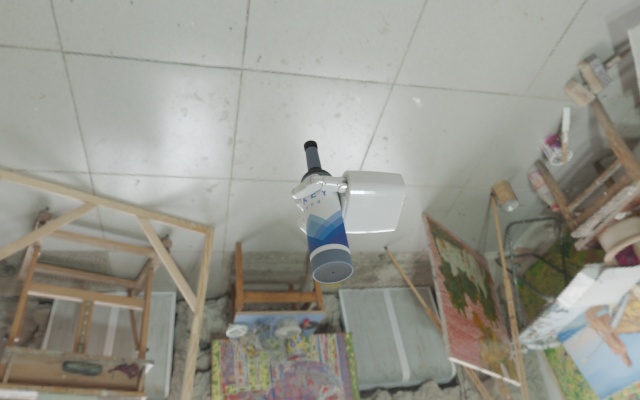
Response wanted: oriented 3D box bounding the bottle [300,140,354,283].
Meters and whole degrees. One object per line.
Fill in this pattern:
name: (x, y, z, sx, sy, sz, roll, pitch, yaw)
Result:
bottle: (0.000, 0.003, 0.853, 0.069, 0.295, 0.069, -6, -39, -5)
